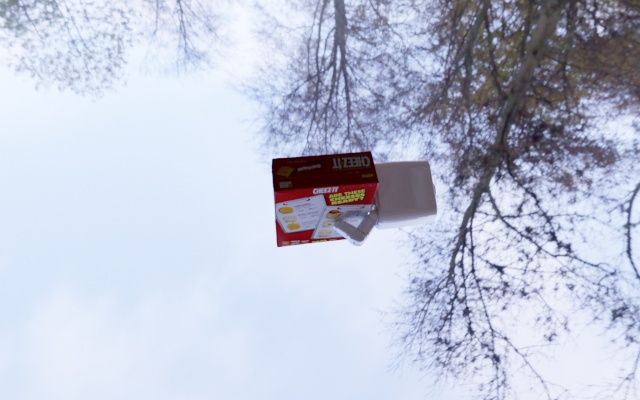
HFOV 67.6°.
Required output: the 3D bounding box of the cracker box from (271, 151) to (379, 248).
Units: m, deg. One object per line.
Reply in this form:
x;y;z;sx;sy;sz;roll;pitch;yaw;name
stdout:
0.000;0.003;0.829;0.164;0.072;0.214;-5;-29;-7;cracker box
